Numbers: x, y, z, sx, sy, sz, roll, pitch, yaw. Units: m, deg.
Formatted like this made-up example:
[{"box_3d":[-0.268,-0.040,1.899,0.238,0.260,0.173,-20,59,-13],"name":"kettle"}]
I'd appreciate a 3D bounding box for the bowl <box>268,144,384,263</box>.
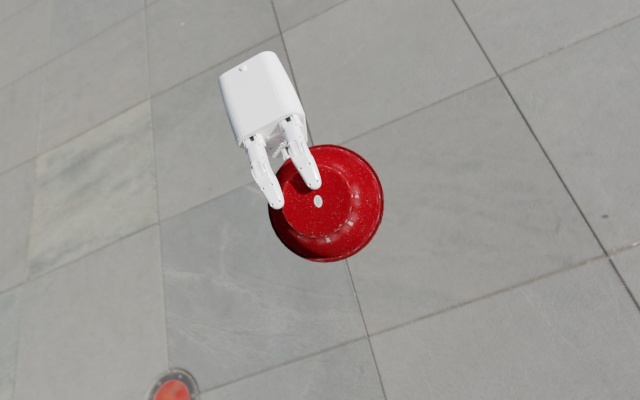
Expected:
[{"box_3d":[0.001,0.003,0.623,0.162,0.162,0.055,0,-3,12],"name":"bowl"}]
